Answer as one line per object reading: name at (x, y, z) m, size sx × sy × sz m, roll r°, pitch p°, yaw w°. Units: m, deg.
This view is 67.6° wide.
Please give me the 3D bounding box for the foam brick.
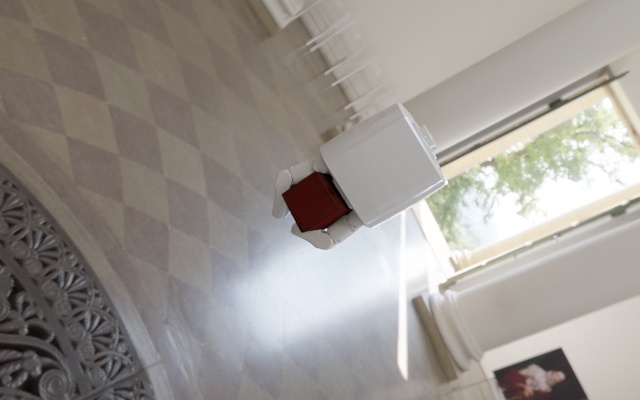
foam brick at (0.000, 0.002, 0.565) m, size 0.051 × 0.053 × 0.078 m, roll -33°, pitch -11°, yaw 17°
